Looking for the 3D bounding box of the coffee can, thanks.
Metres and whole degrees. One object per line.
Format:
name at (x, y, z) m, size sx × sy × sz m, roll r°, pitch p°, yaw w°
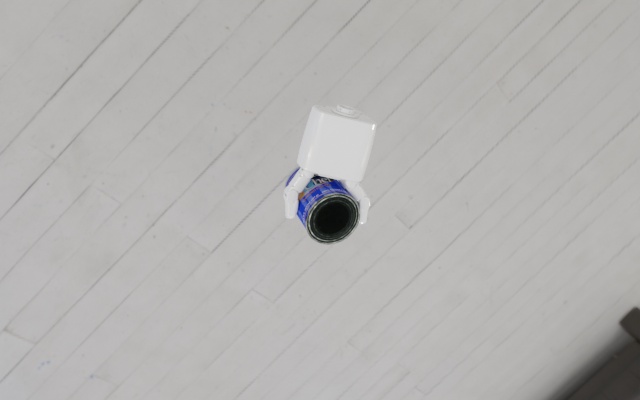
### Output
coffee can at (0.000, 0.003, 0.888) m, size 0.103 × 0.103 × 0.140 m, roll 0°, pitch 26°, yaw -21°
